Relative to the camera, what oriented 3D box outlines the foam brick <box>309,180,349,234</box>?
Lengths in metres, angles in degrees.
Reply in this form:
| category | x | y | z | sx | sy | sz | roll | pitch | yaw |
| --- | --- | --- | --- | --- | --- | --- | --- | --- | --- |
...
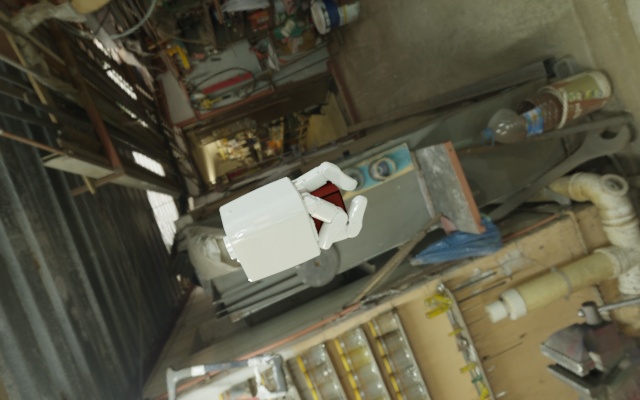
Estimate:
| category | x | y | z | sx | sy | sz | roll | pitch | yaw |
| --- | --- | --- | --- | --- | --- | --- | --- | --- | --- |
| foam brick | 0.000 | 0.002 | 0.691 | 0.051 | 0.053 | 0.078 | -23 | 26 | -7 |
